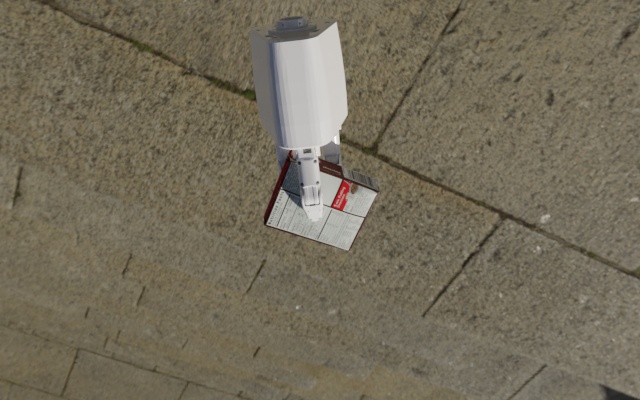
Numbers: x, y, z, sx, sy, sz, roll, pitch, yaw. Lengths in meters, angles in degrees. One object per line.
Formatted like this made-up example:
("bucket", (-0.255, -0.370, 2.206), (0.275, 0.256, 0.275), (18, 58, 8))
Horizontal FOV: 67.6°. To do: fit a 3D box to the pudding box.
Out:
("pudding box", (0.000, 0.002, 0.558), (0.113, 0.090, 0.039), (19, 25, -11))
